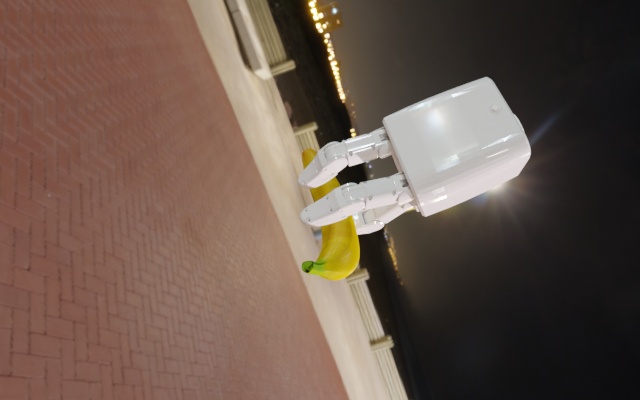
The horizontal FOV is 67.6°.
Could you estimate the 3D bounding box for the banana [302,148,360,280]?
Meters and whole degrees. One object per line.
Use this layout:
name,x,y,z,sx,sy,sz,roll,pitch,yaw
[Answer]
banana,0.010,0.016,0.492,0.037,0.070,0.197,-27,33,15
